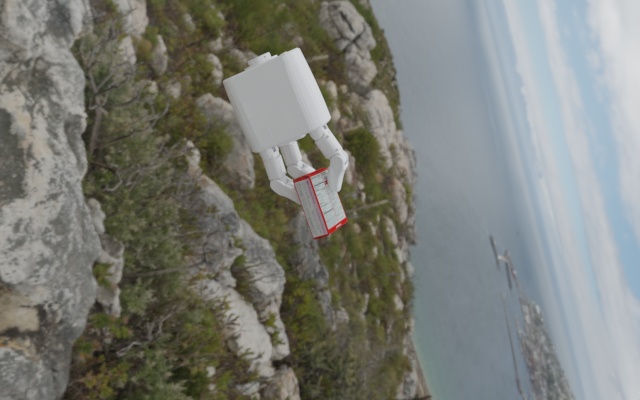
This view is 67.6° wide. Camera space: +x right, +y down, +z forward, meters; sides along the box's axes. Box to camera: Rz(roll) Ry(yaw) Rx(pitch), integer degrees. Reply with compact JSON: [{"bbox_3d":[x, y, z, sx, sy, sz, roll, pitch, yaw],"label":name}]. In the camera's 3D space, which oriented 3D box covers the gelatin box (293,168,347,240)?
[{"bbox_3d":[0.001,0.002,0.679,0.030,0.089,0.073,-18,5,25],"label":"gelatin box"}]
